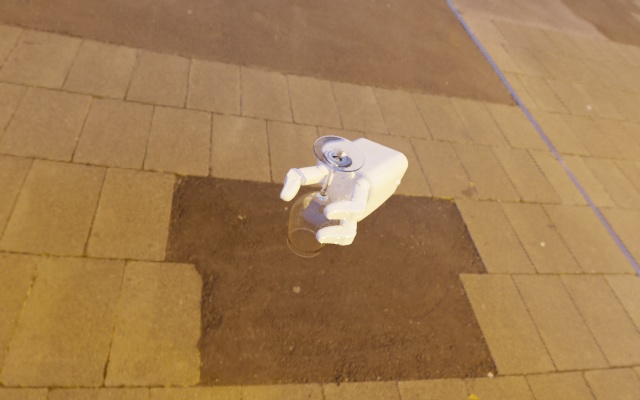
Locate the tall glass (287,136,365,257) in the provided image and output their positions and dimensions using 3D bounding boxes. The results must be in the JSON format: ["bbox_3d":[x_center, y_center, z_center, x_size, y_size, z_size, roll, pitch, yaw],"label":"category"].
[{"bbox_3d":[0.000,0.002,0.723,0.079,0.079,0.201,0,-43,-21],"label":"tall glass"}]
